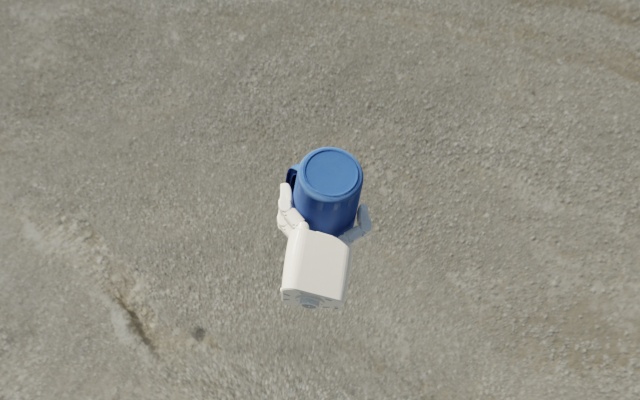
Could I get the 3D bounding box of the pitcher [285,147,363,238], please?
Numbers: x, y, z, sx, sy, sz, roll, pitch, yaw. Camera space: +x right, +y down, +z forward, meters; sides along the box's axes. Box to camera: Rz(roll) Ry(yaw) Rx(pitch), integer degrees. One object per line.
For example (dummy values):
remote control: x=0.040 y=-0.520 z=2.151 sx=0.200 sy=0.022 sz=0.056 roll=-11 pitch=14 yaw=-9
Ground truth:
pitcher: x=0.000 y=0.003 z=0.872 sx=0.149 sy=0.145 sz=0.243 roll=9 pitch=-28 yaw=0
